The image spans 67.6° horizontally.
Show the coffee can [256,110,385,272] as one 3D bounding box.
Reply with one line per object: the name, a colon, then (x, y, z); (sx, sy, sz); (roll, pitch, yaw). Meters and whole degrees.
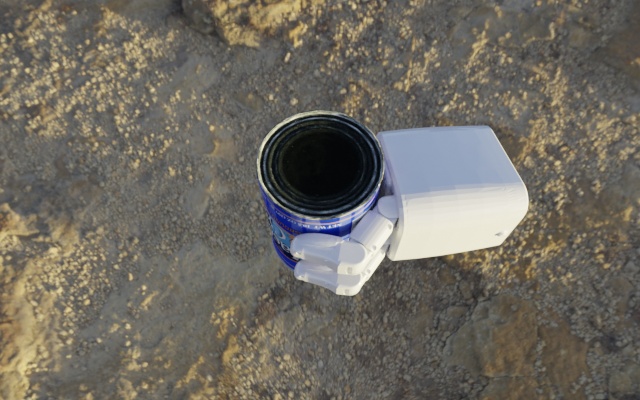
coffee can: (0.000, 0.001, 0.439); (0.103, 0.102, 0.140); (0, -28, 0)
